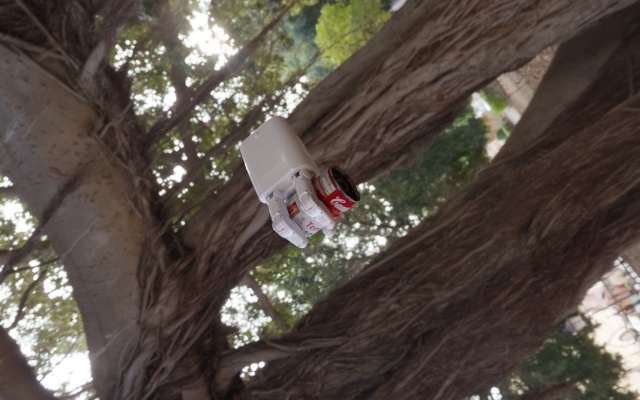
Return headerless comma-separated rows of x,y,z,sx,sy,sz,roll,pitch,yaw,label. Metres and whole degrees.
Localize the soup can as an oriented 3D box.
0.000,0.003,0.727,0.102,0.068,0.068,-37,-15,21,soup can
